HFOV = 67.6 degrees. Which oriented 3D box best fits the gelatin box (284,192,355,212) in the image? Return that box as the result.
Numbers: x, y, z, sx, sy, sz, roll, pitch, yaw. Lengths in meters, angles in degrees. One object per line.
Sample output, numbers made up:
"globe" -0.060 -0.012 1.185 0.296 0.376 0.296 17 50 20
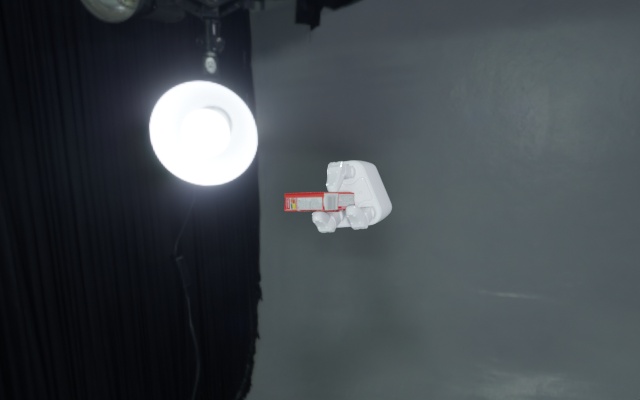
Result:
"gelatin box" 0.000 0.002 0.727 0.073 0.030 0.089 0 0 34
